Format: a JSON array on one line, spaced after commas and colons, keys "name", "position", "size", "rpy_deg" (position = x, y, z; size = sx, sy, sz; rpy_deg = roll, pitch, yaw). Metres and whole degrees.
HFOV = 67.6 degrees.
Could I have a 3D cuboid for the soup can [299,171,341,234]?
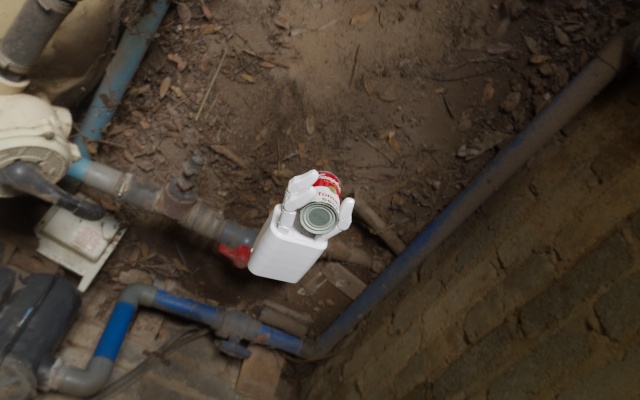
[{"name": "soup can", "position": [0.000, 0.003, 0.830], "size": [0.068, 0.068, 0.102], "rpy_deg": [0, 33, 4]}]
